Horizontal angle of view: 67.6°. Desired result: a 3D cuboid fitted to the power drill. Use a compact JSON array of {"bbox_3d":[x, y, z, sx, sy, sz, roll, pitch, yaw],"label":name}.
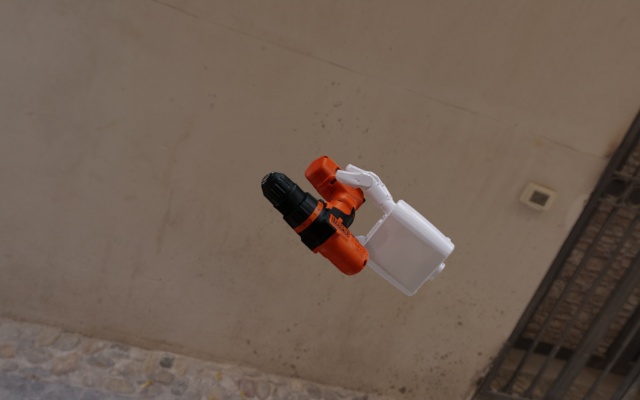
[{"bbox_3d":[0.000,0.002,0.705,0.057,0.184,0.187,-38,15,24],"label":"power drill"}]
